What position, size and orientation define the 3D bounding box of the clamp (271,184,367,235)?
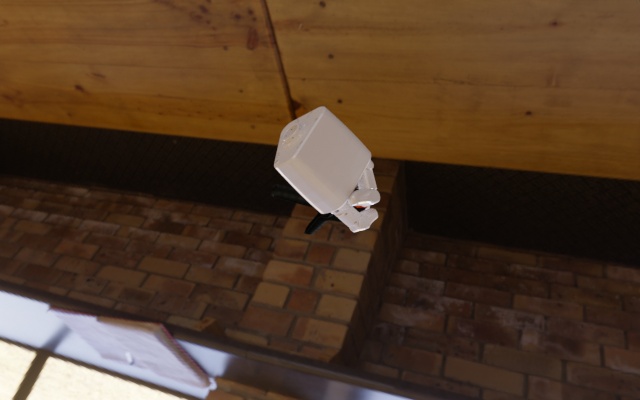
[{"bbox_3d":[0.000,0.003,0.783,0.171,0.039,0.120,-20,-48,41],"label":"clamp"}]
